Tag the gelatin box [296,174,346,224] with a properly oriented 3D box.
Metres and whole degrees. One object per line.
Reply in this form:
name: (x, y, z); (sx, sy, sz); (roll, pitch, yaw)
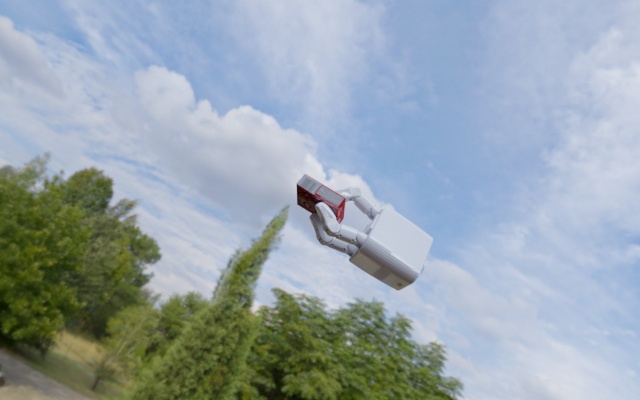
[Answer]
gelatin box: (0.000, 0.002, 0.838); (0.089, 0.030, 0.073); (32, -25, 15)
